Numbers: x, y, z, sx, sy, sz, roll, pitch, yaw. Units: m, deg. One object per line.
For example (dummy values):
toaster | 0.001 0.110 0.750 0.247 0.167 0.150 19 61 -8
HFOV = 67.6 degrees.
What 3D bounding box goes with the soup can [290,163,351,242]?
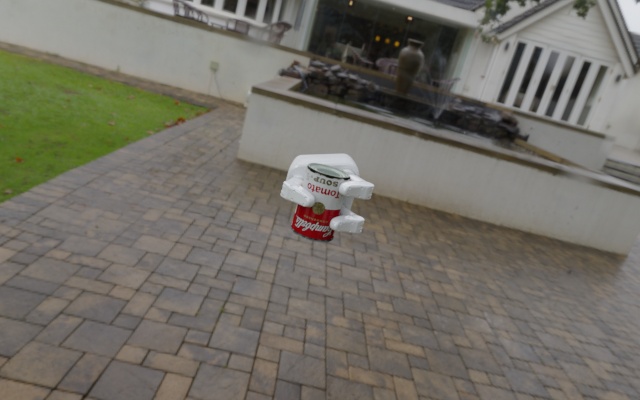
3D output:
soup can | 0.000 0.002 0.712 0.068 0.102 0.068 14 16 -4
